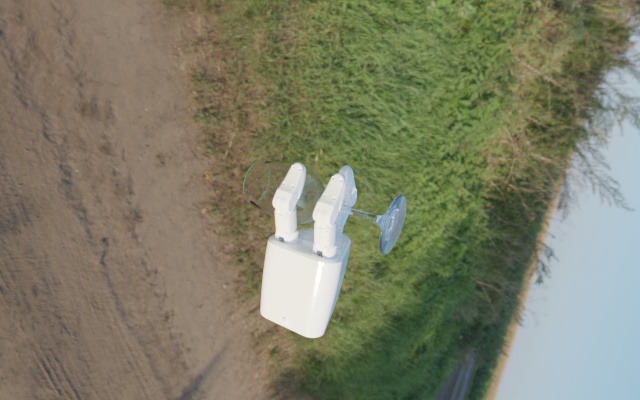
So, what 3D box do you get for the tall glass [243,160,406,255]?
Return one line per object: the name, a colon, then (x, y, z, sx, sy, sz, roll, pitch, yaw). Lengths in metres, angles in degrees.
tall glass: (0.001, 0.002, 0.602, 0.201, 0.079, 0.079, 18, 8, 25)
